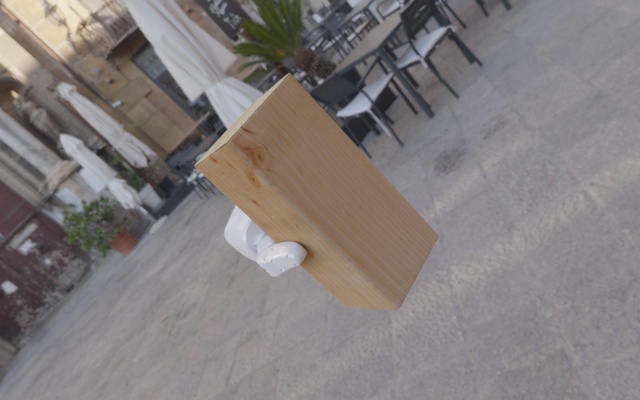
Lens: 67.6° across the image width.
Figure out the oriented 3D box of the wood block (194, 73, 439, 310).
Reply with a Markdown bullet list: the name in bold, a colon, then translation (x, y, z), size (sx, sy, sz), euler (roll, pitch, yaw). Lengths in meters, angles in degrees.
- **wood block**: translation (0.000, 0.002, 0.442), size (0.206, 0.090, 0.090), euler (45, -28, -17)
